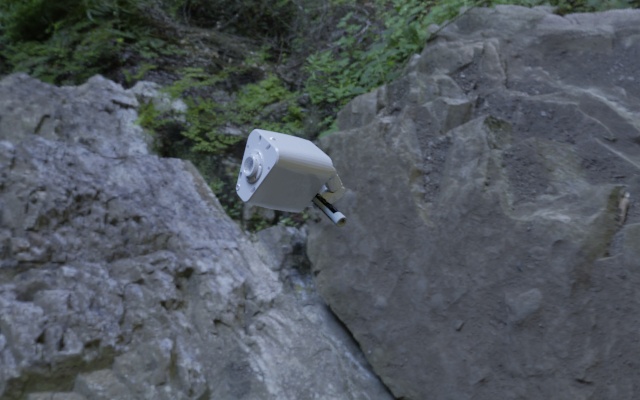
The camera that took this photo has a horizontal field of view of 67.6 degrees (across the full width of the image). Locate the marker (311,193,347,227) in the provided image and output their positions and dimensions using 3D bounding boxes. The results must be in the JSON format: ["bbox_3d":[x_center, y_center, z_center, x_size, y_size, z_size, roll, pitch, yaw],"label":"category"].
[{"bbox_3d":[0.000,0.002,0.755,0.020,0.020,0.121,0,30,-38],"label":"marker"}]
